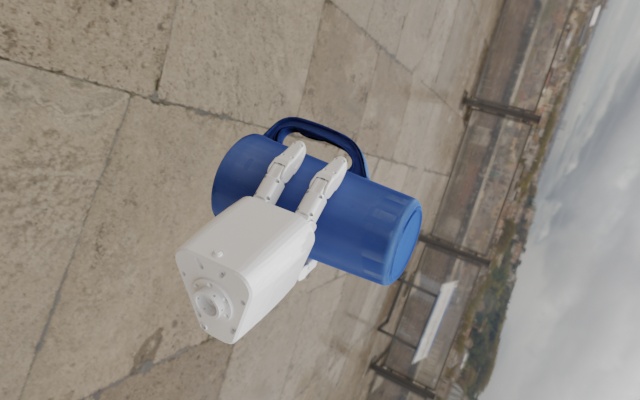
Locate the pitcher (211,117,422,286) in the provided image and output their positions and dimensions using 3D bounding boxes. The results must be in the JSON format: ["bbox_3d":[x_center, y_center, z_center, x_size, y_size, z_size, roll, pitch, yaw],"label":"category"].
[{"bbox_3d":[0.000,0.002,0.596,0.243,0.149,0.145,21,35,23],"label":"pitcher"}]
